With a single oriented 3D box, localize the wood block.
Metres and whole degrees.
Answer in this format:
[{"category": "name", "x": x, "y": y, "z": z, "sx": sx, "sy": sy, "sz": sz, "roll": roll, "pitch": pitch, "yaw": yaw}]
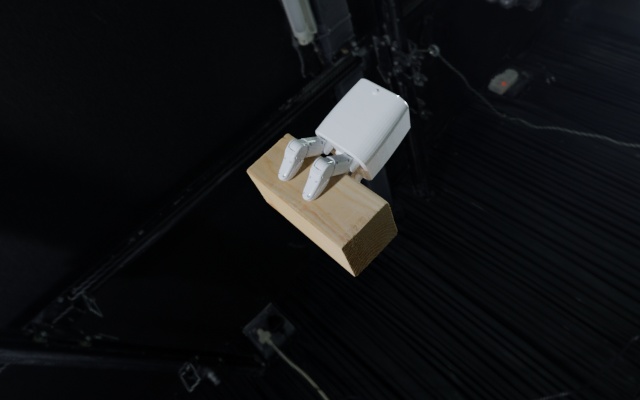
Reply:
[{"category": "wood block", "x": 0.000, "y": 0.002, "z": 0.692, "sx": 0.206, "sy": 0.090, "sz": 0.091, "roll": 38, "pitch": -14, "yaw": 34}]
